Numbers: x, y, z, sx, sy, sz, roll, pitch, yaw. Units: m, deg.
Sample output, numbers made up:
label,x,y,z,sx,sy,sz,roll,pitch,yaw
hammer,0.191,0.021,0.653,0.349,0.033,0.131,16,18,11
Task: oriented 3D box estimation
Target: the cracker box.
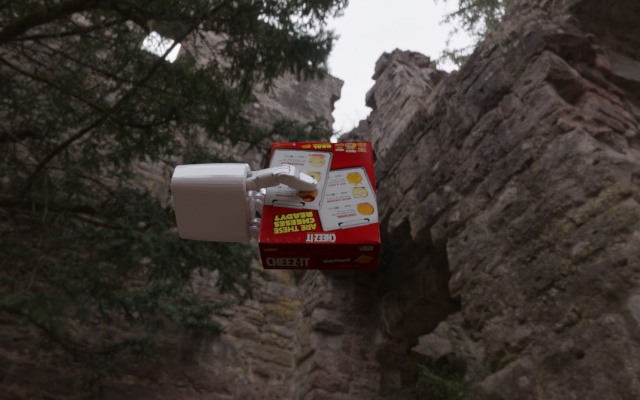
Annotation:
label,x,y,z,sx,sy,sz,roll,pitch,yaw
cracker box,0.000,0.002,0.720,0.164,0.213,0.072,0,-44,1
